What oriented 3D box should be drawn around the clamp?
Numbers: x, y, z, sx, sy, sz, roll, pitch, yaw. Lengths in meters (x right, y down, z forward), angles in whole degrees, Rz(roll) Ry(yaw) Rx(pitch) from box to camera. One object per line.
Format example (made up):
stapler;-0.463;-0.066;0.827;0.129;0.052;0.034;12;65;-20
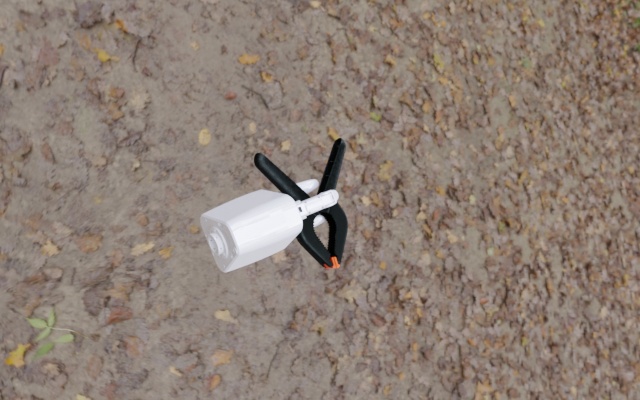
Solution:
clamp;0.001;0.003;0.760;0.164;0.210;0.036;-22;3;-29
